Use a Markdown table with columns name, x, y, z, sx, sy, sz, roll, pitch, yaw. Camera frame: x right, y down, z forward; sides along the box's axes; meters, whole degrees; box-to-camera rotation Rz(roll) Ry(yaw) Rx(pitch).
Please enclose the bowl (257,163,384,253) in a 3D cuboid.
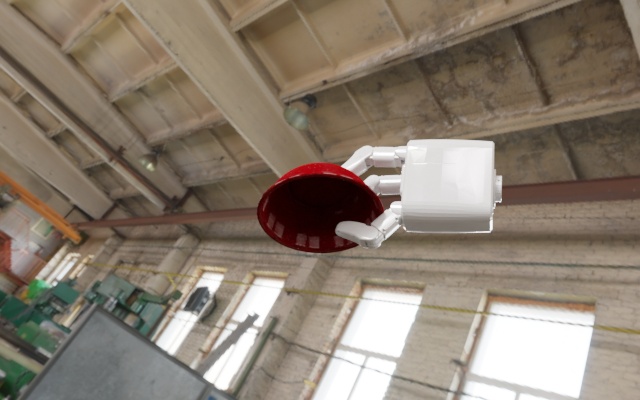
| name | x | y | z | sx | sy | sz | roll | pitch | yaw |
| --- | --- | --- | --- | --- | --- | --- | --- | --- | --- |
| bowl | -0.001 | 0.002 | 0.623 | 0.162 | 0.055 | 0.162 | 0 | -41 | 0 |
